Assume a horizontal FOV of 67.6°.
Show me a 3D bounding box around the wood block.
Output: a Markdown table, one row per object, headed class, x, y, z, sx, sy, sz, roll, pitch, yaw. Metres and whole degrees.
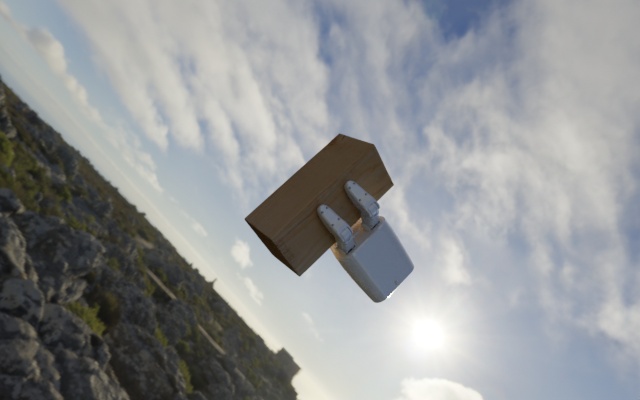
| class | x | y | z | sx | sy | sz | roll | pitch | yaw |
| --- | --- | --- | --- | --- | --- | --- | --- | --- | --- |
| wood block | 0.000 | 0.002 | 0.732 | 0.206 | 0.090 | 0.090 | -43 | 36 | -15 |
